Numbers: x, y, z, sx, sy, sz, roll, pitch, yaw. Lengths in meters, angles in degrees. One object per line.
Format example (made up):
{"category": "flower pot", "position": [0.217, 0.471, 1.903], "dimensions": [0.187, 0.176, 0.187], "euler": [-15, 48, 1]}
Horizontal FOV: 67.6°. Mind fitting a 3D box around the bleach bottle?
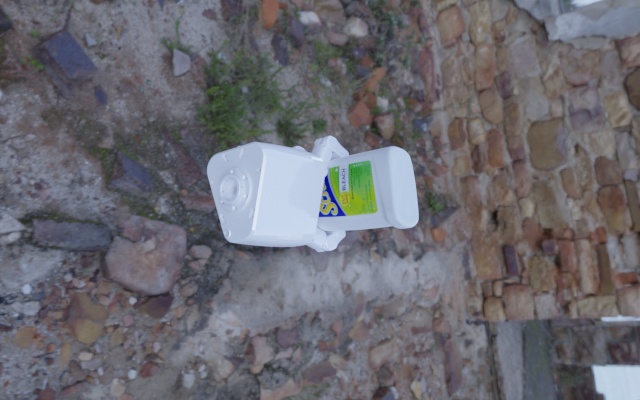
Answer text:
{"category": "bleach bottle", "position": [0.000, 0.002, 0.638], "dimensions": [0.251, 0.102, 0.068], "euler": [-12, -12, 34]}
